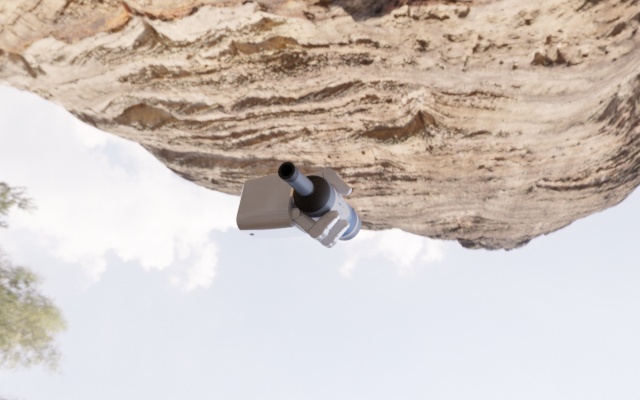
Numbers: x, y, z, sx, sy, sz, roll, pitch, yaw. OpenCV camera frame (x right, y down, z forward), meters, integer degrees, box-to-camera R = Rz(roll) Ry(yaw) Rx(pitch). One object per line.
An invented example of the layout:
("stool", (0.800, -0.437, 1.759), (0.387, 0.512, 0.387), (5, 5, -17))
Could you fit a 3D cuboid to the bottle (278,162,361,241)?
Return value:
("bottle", (0.000, 0.003, 0.820), (0.069, 0.069, 0.296), (0, -18, 21))
